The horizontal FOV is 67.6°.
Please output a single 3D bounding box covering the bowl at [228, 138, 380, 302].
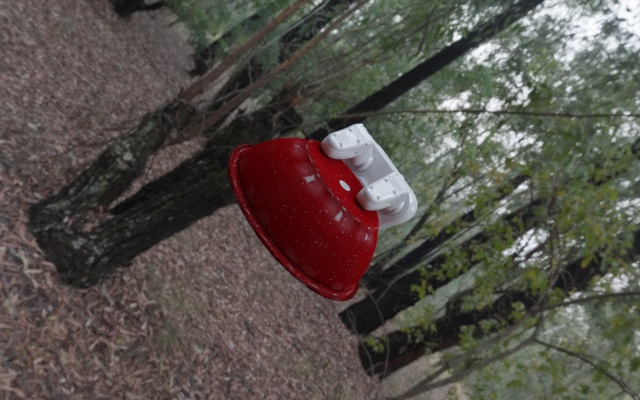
[{"bbox_3d":[0.000,0.001,0.402,0.055,0.162,0.162,-38,-15,19],"label":"bowl"}]
